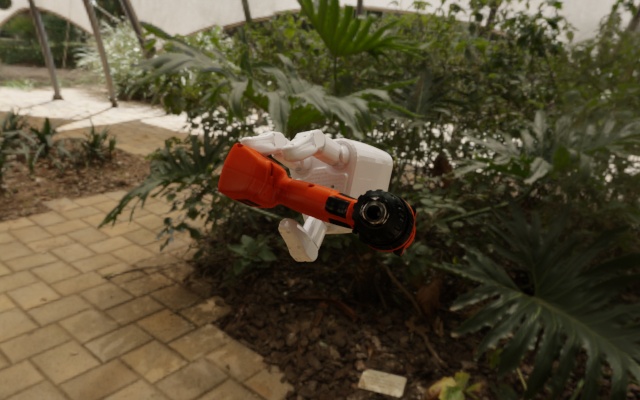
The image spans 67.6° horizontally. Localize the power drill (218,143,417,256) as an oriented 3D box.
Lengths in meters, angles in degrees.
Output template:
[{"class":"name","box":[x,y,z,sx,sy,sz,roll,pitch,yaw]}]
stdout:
[{"class":"power drill","box":[0.000,0.001,0.462,0.187,0.057,0.184,20,-5,16]}]
